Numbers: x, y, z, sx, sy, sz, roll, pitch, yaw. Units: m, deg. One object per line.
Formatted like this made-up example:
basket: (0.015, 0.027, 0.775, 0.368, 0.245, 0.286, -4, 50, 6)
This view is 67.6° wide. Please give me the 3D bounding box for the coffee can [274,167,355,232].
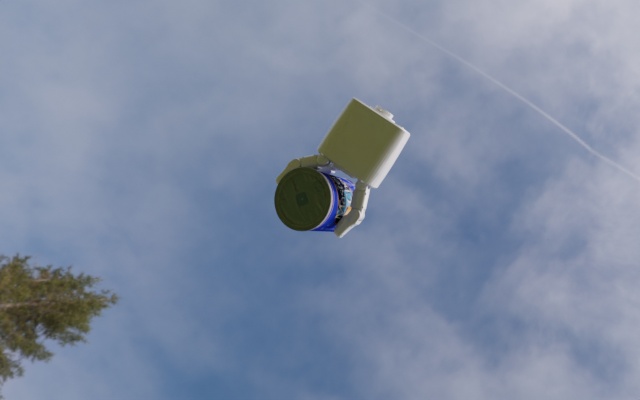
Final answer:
coffee can: (0.000, 0.003, 0.818, 0.103, 0.103, 0.140, 0, -4, 25)
